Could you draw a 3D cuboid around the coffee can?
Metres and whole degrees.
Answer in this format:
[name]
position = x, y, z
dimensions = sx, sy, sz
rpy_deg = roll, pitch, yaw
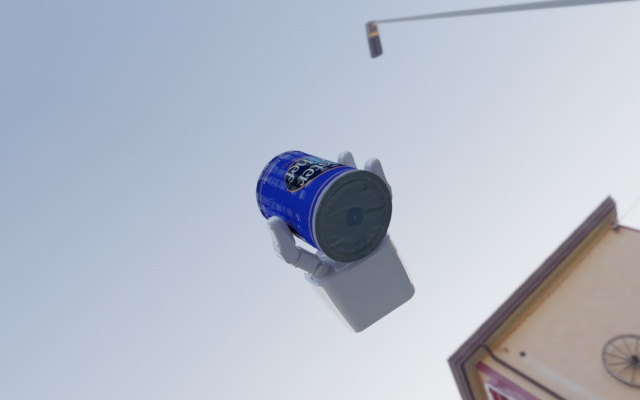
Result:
[coffee can]
position = 0.000, 0.002, 0.563
dimensions = 0.103, 0.103, 0.140
rpy_deg = 0, 14, -34
